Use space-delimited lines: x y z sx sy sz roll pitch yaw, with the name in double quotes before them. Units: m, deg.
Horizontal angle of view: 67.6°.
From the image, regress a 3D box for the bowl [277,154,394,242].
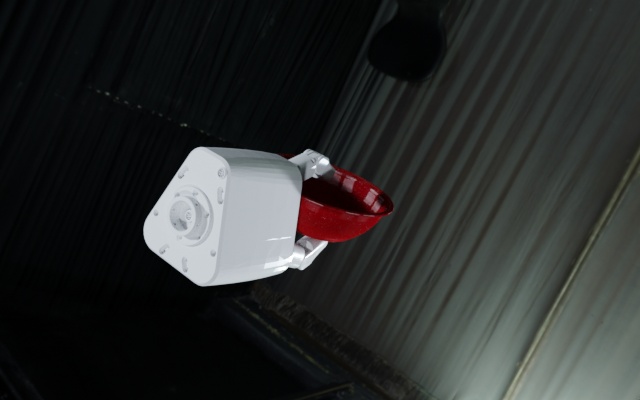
"bowl" 0.001 0.002 0.554 0.162 0.055 0.162 17 19 -6
